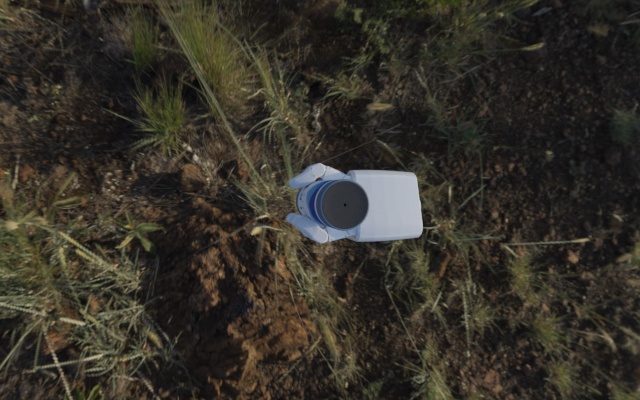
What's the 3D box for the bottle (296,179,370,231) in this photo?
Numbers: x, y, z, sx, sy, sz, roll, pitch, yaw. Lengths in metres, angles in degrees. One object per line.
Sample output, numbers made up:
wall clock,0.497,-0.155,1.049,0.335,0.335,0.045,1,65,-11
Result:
bottle,0.000,0.002,0.752,0.069,0.069,0.295,0,1,-12
